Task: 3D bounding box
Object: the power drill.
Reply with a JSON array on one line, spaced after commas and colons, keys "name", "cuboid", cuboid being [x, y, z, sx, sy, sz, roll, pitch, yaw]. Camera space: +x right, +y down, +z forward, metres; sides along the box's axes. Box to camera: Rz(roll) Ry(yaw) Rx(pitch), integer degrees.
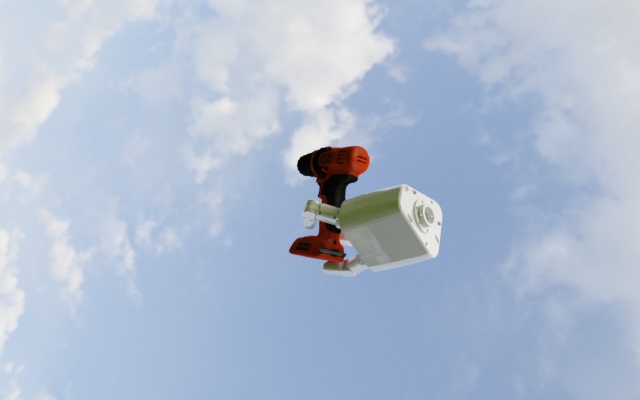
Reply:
[{"name": "power drill", "cuboid": [0.000, 0.003, 0.789, 0.057, 0.187, 0.184, 14, -7, -29]}]
